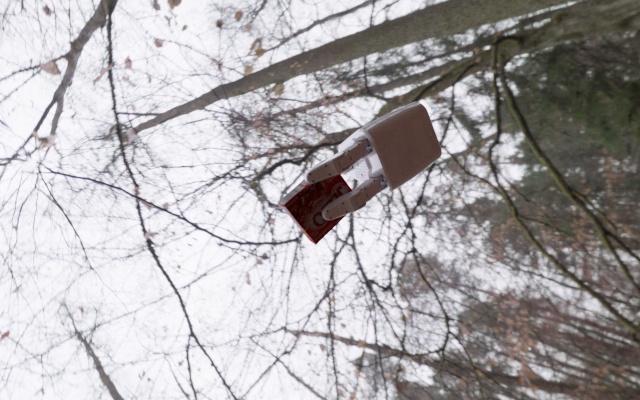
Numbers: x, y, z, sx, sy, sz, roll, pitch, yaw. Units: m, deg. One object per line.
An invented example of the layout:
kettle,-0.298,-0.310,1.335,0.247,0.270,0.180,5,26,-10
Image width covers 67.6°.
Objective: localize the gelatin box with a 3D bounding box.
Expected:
gelatin box,0.000,0.002,0.645,0.089,0.073,0.030,-42,22,-12
